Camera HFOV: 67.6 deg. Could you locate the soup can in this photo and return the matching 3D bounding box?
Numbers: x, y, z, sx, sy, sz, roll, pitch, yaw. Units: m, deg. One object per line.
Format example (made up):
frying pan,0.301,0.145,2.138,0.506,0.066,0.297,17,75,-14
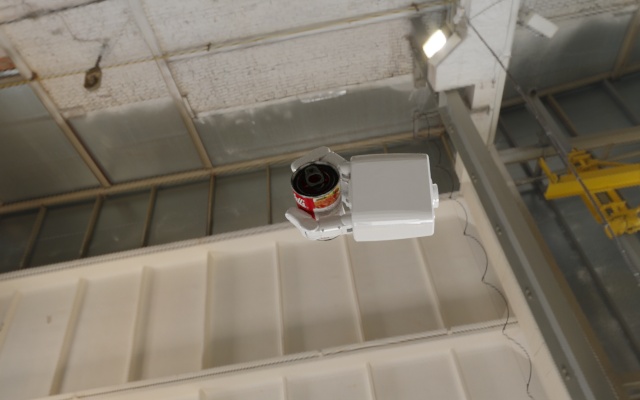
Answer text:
soup can,0.000,0.003,0.685,0.068,0.068,0.102,0,-40,11
